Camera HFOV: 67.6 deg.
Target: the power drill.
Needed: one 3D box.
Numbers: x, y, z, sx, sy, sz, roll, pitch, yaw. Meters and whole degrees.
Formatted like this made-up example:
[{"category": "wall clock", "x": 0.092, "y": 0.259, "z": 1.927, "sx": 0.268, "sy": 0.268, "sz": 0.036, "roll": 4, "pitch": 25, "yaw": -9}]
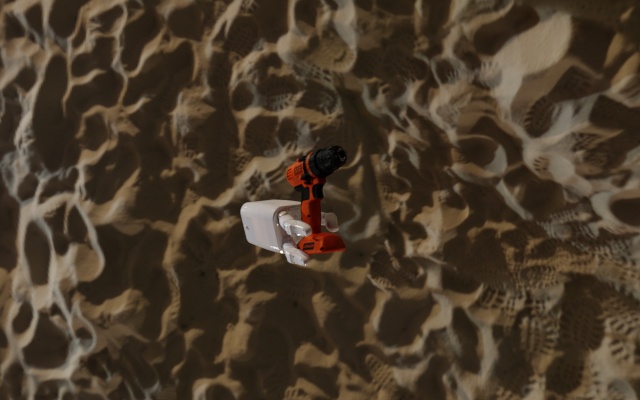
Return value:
[{"category": "power drill", "x": 0.000, "y": 0.003, "z": 0.876, "sx": 0.057, "sy": 0.187, "sz": 0.184, "roll": -1, "pitch": -8, "yaw": -28}]
